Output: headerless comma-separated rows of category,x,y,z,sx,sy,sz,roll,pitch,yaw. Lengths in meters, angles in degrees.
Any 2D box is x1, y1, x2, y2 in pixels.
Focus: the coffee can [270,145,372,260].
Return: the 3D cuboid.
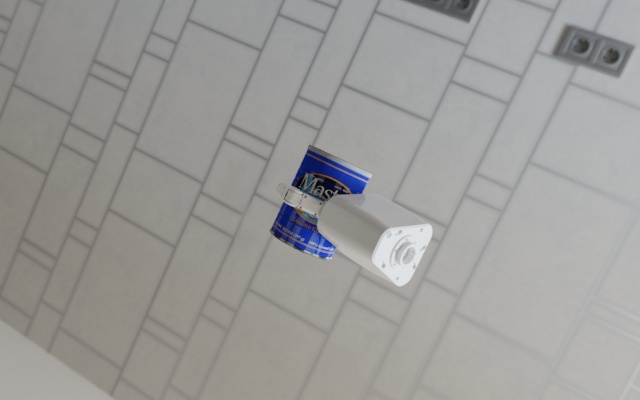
coffee can,0.000,0.002,0.706,0.103,0.140,0.103,25,5,-2
